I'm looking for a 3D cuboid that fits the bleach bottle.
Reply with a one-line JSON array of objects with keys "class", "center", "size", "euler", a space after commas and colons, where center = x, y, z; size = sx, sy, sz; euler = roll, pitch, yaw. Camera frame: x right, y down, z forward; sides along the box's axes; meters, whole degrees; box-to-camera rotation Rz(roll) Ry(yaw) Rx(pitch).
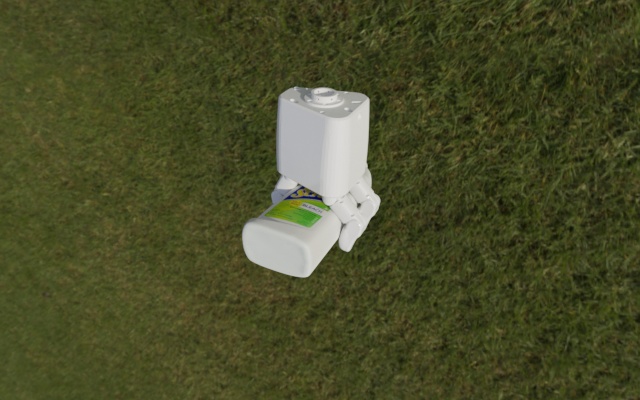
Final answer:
[{"class": "bleach bottle", "center": [0.000, 0.002, 0.675], "size": [0.102, 0.068, 0.250], "euler": [15, 36, 21]}]
